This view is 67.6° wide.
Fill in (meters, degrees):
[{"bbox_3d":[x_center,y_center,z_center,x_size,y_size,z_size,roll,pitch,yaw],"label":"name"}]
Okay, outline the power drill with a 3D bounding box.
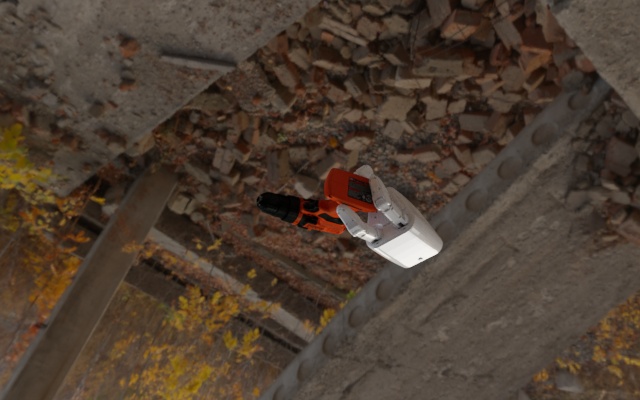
[{"bbox_3d":[0.001,0.003,0.840,0.184,0.057,0.188,15,-22,-26],"label":"power drill"}]
